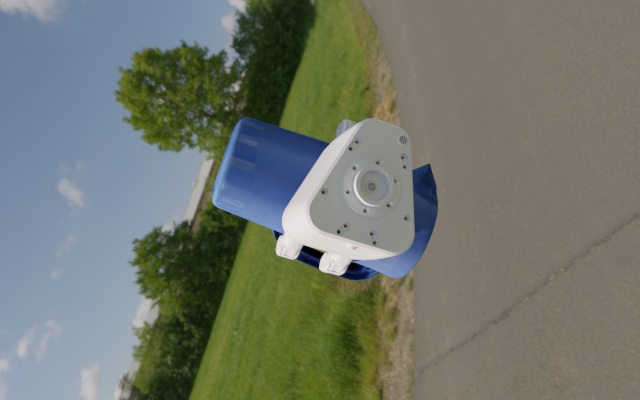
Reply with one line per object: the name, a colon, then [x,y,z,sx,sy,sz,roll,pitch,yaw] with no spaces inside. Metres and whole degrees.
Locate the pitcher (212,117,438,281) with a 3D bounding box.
pitcher: [0.000,0.002,0.565,0.243,0.149,0.145,19,-10,-10]
